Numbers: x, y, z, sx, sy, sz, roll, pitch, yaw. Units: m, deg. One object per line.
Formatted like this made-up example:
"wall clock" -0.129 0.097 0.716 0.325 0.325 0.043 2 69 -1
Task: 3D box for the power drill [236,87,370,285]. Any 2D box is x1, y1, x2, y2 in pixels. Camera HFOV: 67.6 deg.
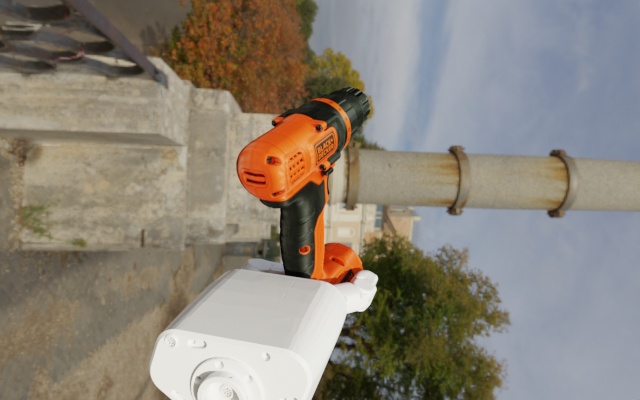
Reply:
"power drill" 0.000 0.002 0.442 0.057 0.188 0.184 9 31 29
